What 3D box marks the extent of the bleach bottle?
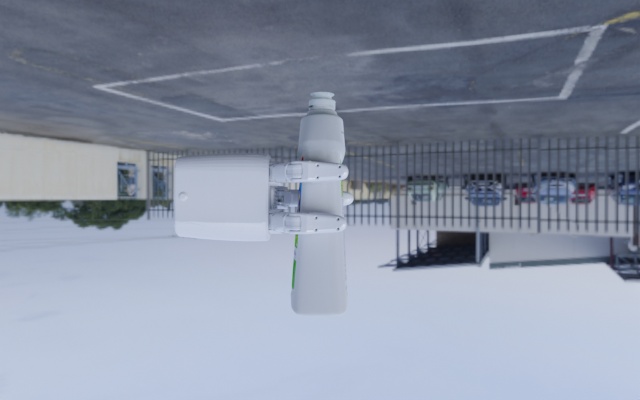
[{"bbox_3d":[0.000,0.002,0.564,0.068,0.251,0.102,1,0,-2],"label":"bleach bottle"}]
